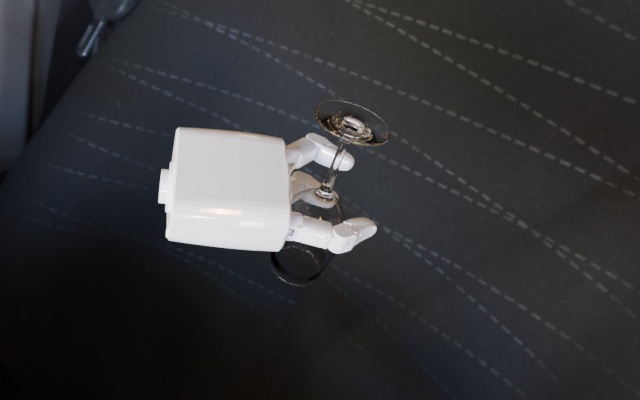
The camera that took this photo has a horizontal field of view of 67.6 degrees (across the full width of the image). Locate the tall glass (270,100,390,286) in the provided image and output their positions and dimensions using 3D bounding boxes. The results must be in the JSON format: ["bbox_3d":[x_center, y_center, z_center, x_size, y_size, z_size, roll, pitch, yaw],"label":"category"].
[{"bbox_3d":[0.000,0.001,0.500,0.079,0.201,0.079,14,37,-10],"label":"tall glass"}]
